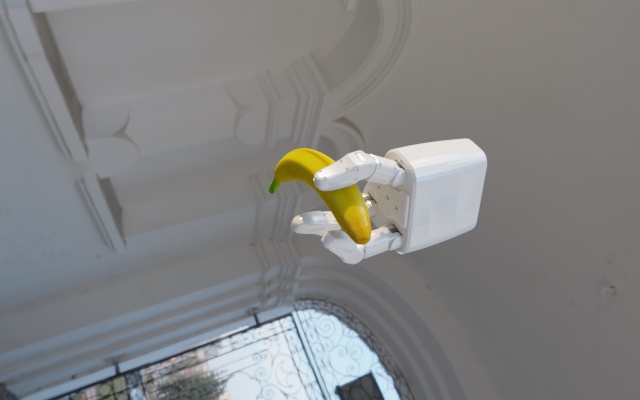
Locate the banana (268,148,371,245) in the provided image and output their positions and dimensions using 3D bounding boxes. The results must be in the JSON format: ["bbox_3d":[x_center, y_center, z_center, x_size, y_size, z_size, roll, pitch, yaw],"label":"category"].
[{"bbox_3d":[-0.001,-0.017,0.521,0.037,0.070,0.197,-9,21,-29],"label":"banana"}]
